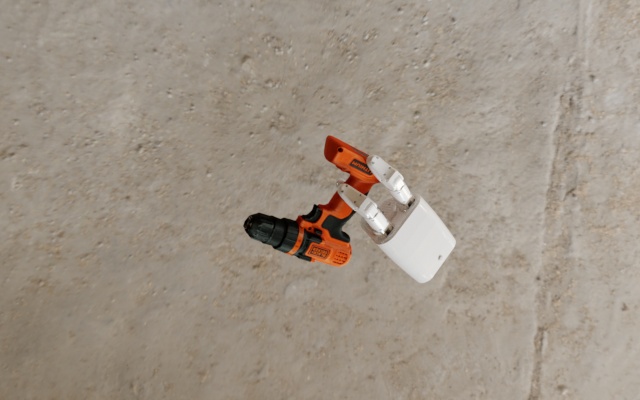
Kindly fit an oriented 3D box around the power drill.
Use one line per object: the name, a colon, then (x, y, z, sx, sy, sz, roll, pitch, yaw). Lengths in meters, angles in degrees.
power drill: (0.001, 0.002, 0.708, 0.184, 0.188, 0.057, 21, 18, -32)
